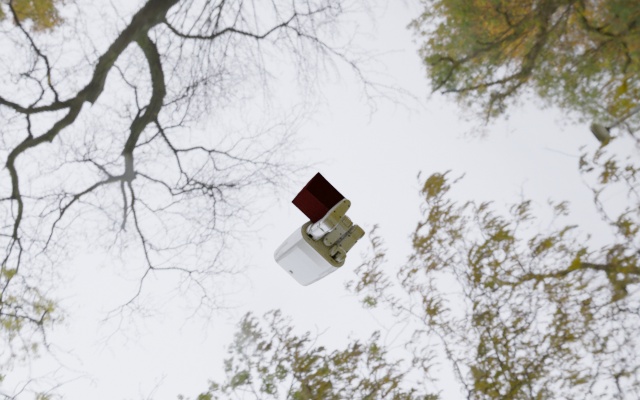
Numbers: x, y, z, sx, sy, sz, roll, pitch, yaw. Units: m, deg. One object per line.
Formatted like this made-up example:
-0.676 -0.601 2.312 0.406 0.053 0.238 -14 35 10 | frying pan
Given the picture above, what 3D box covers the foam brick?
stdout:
0.000 0.002 0.810 0.051 0.078 0.053 -39 10 45 | foam brick
